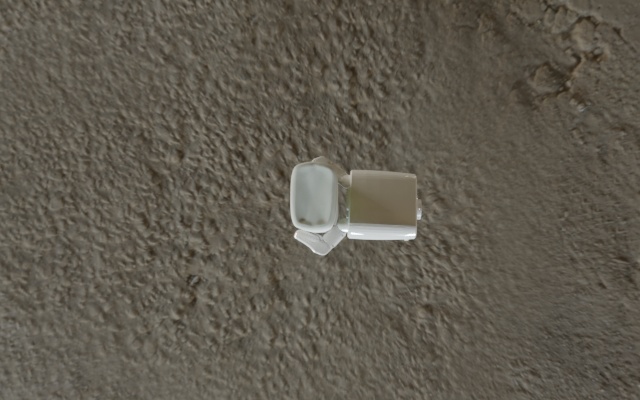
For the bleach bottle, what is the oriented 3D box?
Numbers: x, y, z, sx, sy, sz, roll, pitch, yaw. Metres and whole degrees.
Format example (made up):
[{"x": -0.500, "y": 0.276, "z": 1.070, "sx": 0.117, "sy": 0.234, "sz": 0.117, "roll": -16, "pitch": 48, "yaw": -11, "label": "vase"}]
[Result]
[{"x": 0.000, "y": 0.003, "z": 0.797, "sx": 0.068, "sy": 0.102, "sz": 0.251, "roll": 2, "pitch": -3, "yaw": 5, "label": "bleach bottle"}]
